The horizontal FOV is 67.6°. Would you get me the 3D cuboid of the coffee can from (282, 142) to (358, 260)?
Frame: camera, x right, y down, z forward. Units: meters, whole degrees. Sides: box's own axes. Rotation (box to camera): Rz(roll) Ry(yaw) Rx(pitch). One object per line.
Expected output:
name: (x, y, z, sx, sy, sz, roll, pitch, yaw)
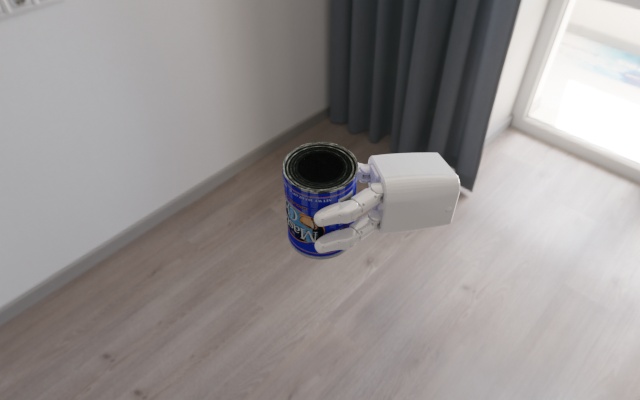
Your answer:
coffee can: (0.000, 0.002, 0.689, 0.103, 0.102, 0.140, 0, -45, 0)
